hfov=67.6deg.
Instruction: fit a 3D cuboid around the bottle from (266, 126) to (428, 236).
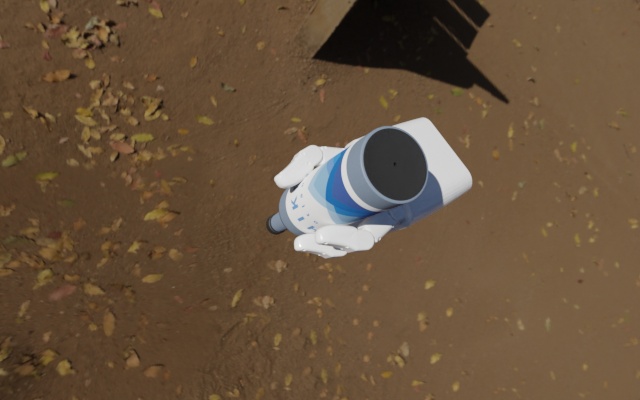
[{"bbox_3d":[0.000,0.002,0.520,0.069,0.069,0.296,0,-12,-25],"label":"bottle"}]
